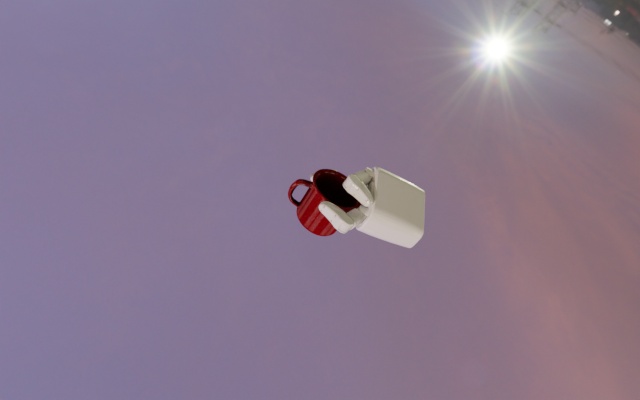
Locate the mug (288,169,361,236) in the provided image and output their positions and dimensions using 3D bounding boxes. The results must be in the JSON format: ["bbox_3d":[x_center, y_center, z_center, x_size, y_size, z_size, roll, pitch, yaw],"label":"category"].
[{"bbox_3d":[-0.001,0.002,0.809,0.117,0.093,0.081,22,-52,-17],"label":"mug"}]
